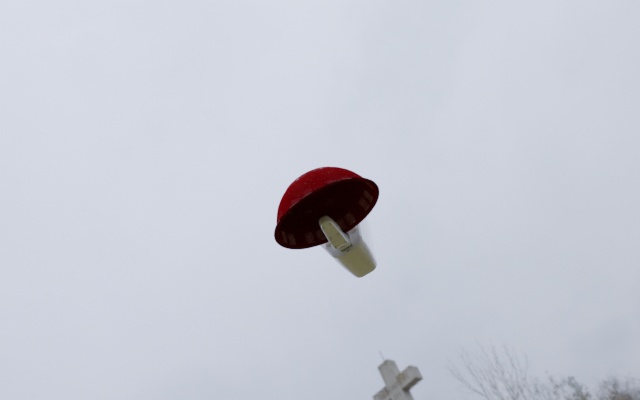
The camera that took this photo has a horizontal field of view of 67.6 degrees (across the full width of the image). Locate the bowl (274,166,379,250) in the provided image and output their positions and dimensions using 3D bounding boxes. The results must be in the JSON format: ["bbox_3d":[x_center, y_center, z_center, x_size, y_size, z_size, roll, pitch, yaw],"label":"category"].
[{"bbox_3d":[0.000,0.001,0.677,0.162,0.055,0.162,-21,-29,-12],"label":"bowl"}]
